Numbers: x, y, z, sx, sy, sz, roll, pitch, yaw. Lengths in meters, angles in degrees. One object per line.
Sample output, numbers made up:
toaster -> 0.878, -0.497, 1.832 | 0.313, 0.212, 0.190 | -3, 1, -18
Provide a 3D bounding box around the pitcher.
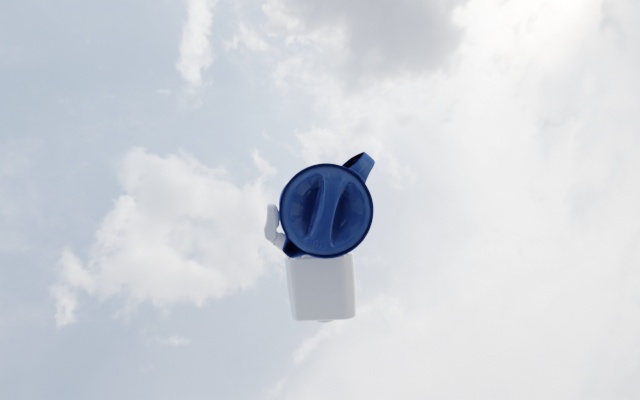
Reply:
pitcher -> 0.000, 0.003, 0.771 | 0.149, 0.145, 0.243 | -6, 3, -8
